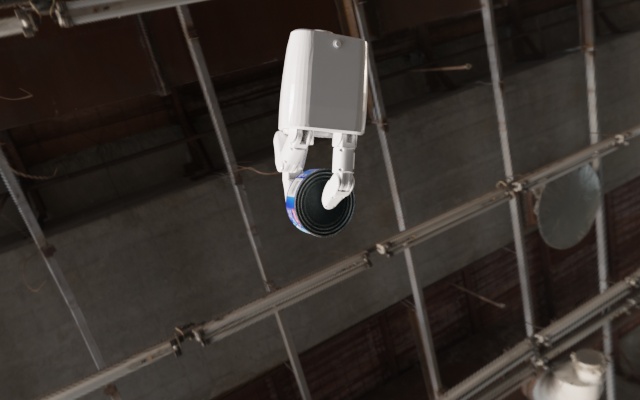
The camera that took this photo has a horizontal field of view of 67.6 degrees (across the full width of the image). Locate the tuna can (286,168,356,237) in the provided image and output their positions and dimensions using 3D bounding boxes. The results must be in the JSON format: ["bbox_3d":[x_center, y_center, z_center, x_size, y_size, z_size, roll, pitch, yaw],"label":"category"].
[{"bbox_3d":[0.000,0.002,0.606,0.086,0.086,0.034,0,4,-27],"label":"tuna can"}]
